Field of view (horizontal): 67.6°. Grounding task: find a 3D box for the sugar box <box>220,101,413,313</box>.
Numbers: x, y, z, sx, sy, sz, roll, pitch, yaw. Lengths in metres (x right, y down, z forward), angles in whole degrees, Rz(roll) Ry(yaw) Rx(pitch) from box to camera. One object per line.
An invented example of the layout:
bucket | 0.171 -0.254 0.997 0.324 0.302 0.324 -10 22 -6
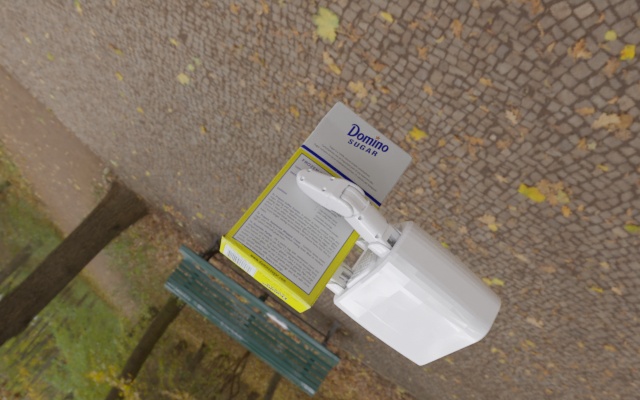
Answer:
sugar box | 0.000 0.002 0.435 0.093 0.176 0.048 38 -26 0
